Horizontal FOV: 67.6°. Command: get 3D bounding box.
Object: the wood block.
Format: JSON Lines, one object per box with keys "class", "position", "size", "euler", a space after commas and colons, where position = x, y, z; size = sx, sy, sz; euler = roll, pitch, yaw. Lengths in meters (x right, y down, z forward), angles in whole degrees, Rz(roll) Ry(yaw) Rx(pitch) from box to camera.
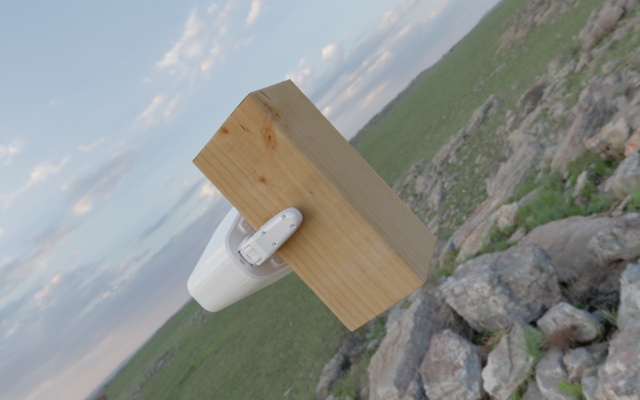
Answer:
{"class": "wood block", "position": [0.000, 0.002, 0.434], "size": [0.090, 0.206, 0.090], "euler": [-42, 3, 29]}
